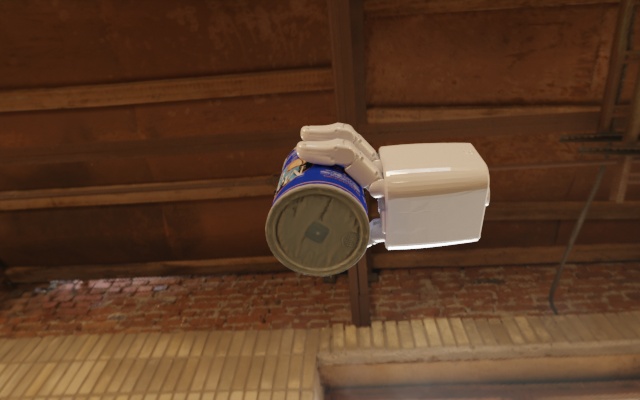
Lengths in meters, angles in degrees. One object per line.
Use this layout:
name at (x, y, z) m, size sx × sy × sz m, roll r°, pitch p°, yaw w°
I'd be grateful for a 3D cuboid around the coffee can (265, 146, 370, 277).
coffee can at (0.000, 0.002, 0.527) m, size 0.103 × 0.103 × 0.140 m, roll 0°, pitch 26°, yaw 3°
